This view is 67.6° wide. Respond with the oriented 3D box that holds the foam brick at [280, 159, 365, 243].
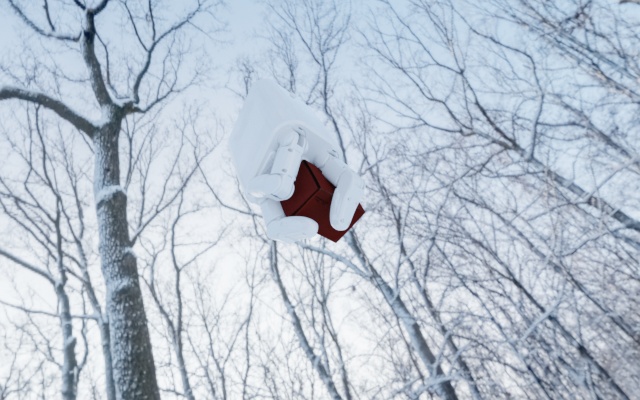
[{"bbox_3d":[0.000,0.002,0.524,0.078,0.053,0.051,29,22,-42],"label":"foam brick"}]
